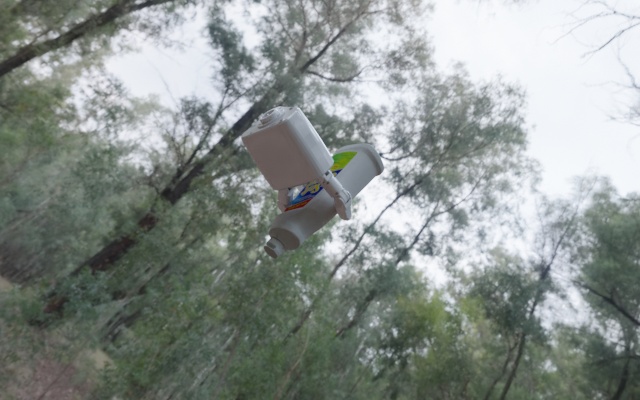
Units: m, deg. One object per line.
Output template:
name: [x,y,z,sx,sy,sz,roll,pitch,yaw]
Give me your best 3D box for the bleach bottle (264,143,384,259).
bleach bottle: [0.000,0.003,0.814,0.102,0.068,0.250,0,40,51]
